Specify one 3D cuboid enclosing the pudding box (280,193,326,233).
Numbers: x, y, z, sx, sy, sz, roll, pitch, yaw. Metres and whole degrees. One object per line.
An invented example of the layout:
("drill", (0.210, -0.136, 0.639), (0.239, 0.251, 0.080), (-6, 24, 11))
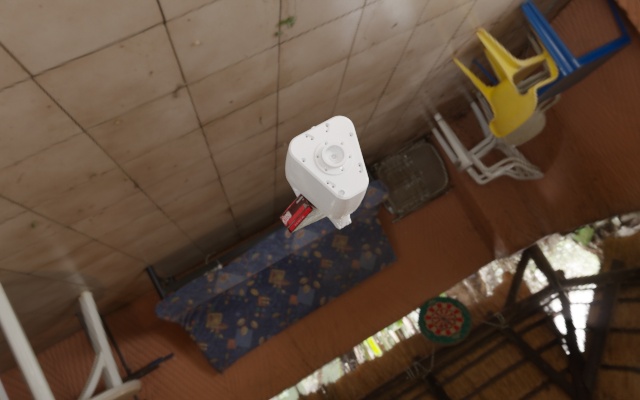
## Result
("pudding box", (0.000, 0.003, 0.781), (0.113, 0.039, 0.090), (-22, -15, -38))
